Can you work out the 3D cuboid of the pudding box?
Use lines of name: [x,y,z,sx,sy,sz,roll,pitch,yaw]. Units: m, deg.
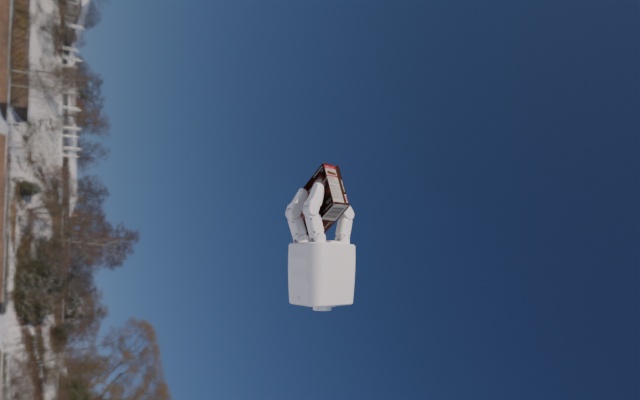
pudding box: [0.000,0.003,0.849,0.039,0.090,0.113,10,-39,-33]
